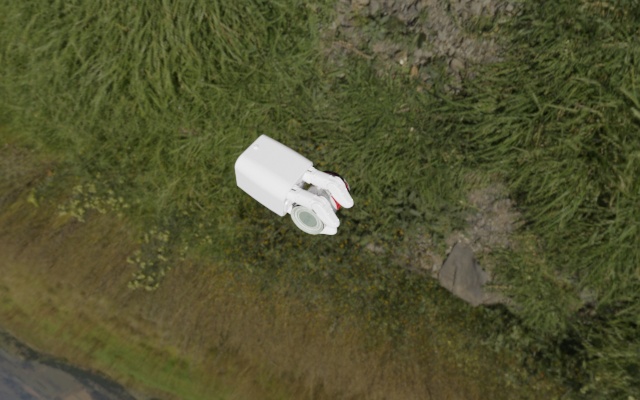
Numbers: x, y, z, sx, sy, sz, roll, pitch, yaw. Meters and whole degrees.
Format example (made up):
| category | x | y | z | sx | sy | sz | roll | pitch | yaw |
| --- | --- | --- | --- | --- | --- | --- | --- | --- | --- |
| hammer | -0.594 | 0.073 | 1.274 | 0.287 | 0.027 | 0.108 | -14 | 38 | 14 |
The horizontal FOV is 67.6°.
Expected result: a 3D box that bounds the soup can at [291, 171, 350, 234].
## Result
| category | x | y | z | sx | sy | sz | roll | pitch | yaw |
| --- | --- | --- | --- | --- | --- | --- | --- | --- | --- |
| soup can | 0.000 | 0.003 | 0.857 | 0.068 | 0.068 | 0.102 | 0 | 39 | 38 |
